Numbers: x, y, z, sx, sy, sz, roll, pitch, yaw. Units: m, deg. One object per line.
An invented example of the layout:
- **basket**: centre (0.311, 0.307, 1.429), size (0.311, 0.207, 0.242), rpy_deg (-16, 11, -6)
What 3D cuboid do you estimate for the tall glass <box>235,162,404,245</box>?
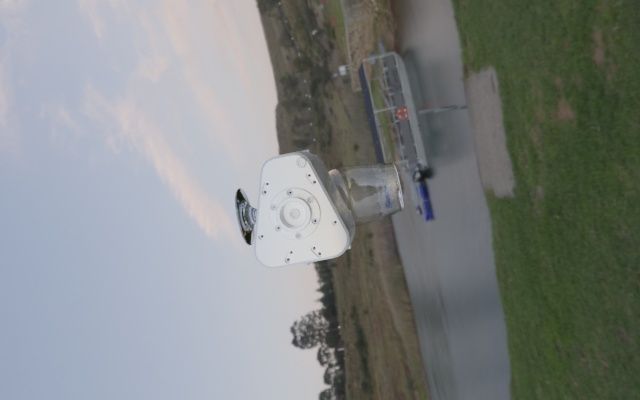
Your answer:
- **tall glass**: centre (-0.001, 0.002, 0.601), size (0.201, 0.079, 0.079), rpy_deg (-11, -1, 5)
